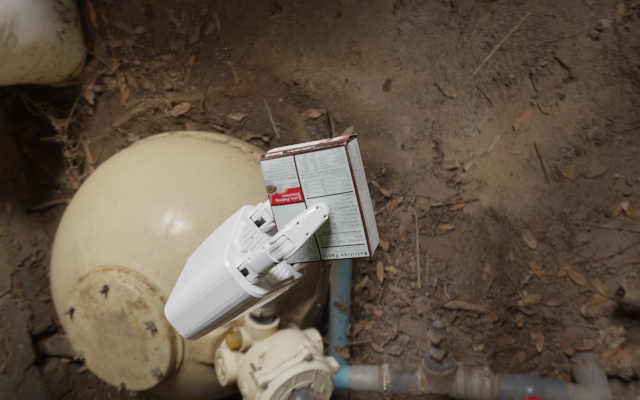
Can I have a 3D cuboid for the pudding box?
[{"bbox_3d":[0.000,0.002,0.449,0.090,0.113,0.039,-8,18,21],"label":"pudding box"}]
